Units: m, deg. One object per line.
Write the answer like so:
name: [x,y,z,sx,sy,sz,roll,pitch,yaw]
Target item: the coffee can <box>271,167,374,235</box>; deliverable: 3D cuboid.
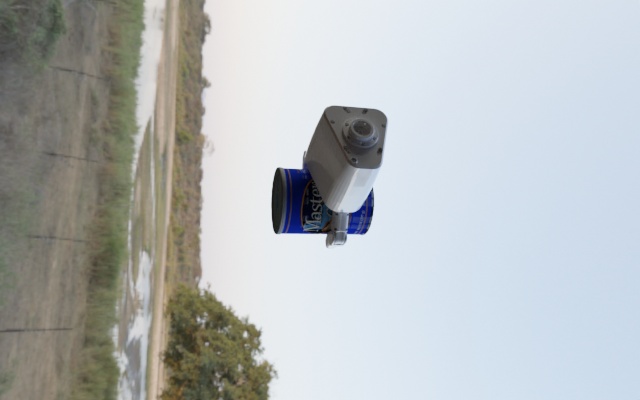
coffee can: [0.000,0.003,0.743,0.140,0.103,0.103,2,-1,-15]
